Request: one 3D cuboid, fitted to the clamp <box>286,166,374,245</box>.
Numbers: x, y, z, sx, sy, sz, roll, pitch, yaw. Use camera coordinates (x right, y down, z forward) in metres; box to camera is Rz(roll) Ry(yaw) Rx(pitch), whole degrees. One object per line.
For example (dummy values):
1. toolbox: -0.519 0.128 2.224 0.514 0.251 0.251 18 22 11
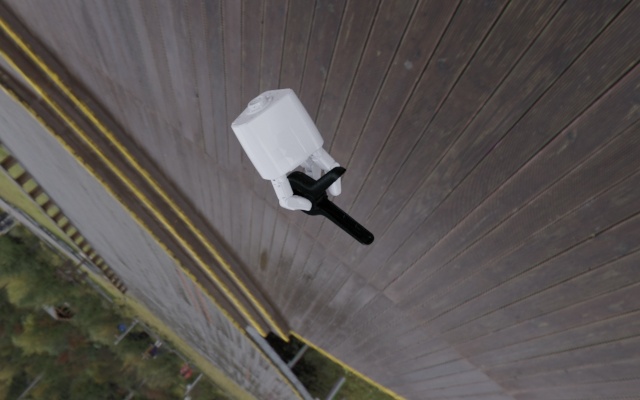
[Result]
1. clamp: -0.001 0.003 0.847 0.210 0.165 0.036 10 46 49
